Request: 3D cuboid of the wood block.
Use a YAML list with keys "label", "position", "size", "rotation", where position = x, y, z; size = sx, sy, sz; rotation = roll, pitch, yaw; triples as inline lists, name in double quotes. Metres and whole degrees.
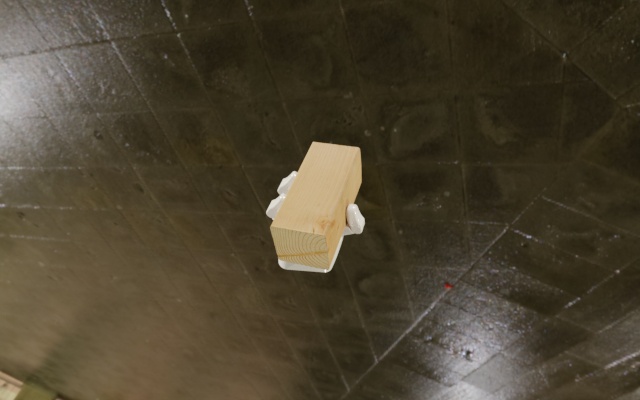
- label: "wood block"
  position: [0.000, 0.003, 0.810]
  size: [0.091, 0.206, 0.090]
  rotation: [9, -42, 16]
